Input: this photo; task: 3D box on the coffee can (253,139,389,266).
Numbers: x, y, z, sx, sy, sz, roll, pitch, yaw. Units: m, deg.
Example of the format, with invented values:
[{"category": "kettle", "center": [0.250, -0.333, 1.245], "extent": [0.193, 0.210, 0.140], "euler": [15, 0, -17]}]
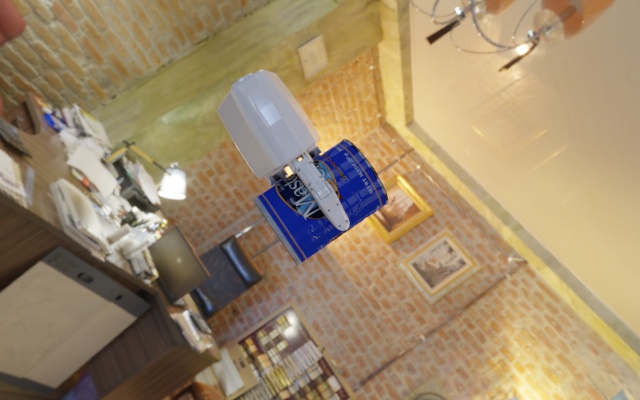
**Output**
[{"category": "coffee can", "center": [0.000, 0.002, 0.609], "extent": [0.140, 0.103, 0.103], "euler": [-34, 4, -7]}]
